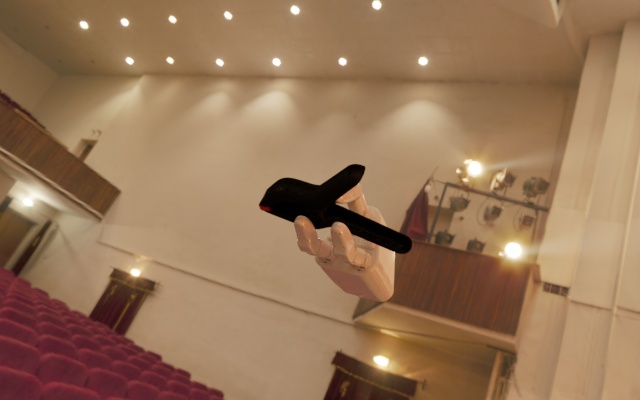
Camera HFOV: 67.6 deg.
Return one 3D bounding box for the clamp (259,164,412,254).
[{"bbox_3d":[0.000,0.001,0.603,0.210,0.036,0.165,10,-31,31],"label":"clamp"}]
